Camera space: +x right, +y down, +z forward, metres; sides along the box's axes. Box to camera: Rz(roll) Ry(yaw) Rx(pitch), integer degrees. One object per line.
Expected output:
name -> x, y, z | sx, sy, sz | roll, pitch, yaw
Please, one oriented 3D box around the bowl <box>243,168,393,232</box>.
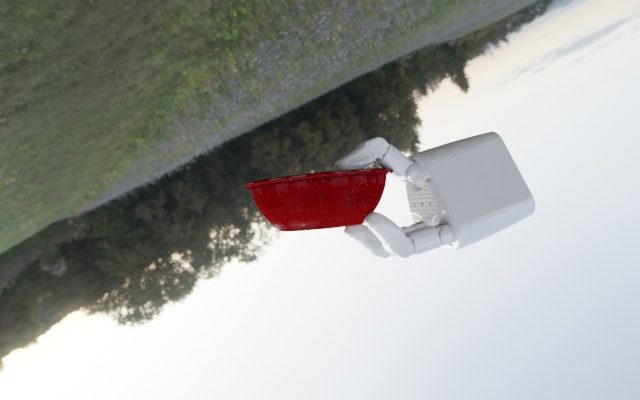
bowl -> -0.001, 0.002, 0.515 | 0.162, 0.055, 0.162 | -5, -1, 0
